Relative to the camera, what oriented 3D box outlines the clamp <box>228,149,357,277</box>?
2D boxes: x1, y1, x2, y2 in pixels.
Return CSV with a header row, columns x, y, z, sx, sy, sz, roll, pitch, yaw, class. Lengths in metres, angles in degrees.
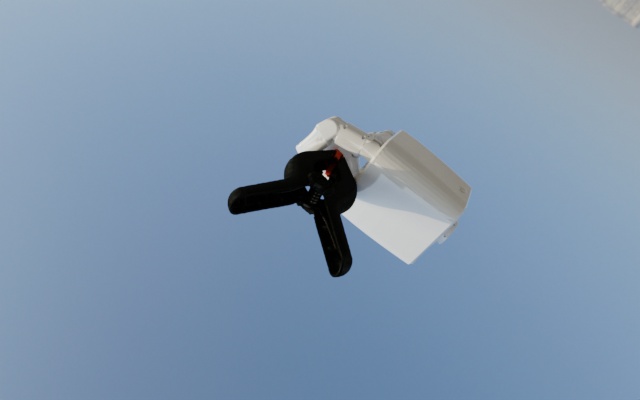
x,y,z,sx,sy,sz,roll,pitch,yaw,class
0.000,0.002,0.465,0.039,0.120,0.171,-50,-3,37,clamp
